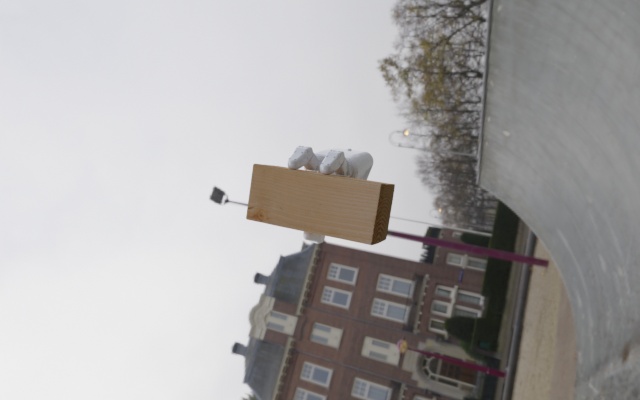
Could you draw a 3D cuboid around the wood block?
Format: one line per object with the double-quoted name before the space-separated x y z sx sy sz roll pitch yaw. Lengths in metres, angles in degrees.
"wood block" 0.000 0.003 0.744 0.206 0.091 0.090 10 5 21
